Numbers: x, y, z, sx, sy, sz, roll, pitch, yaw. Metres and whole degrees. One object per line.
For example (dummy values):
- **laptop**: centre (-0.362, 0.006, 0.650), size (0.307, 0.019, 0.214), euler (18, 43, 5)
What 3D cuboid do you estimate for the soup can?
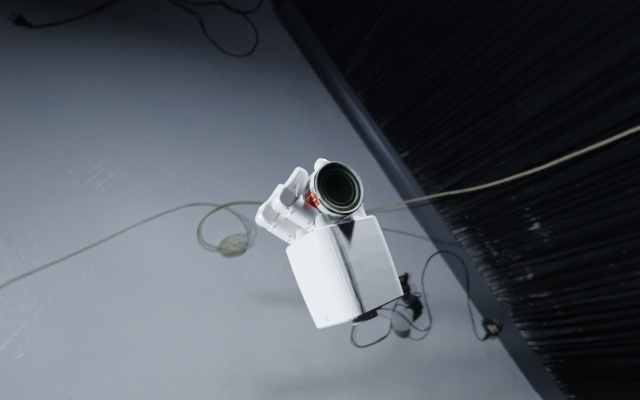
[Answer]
- **soup can**: centre (0.000, 0.001, 0.590), size (0.068, 0.068, 0.102), euler (0, -20, -28)
